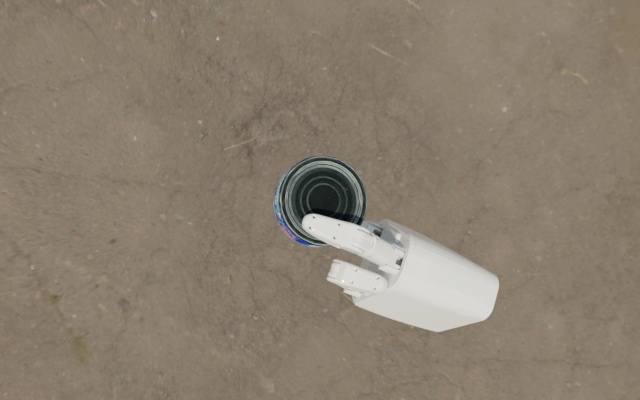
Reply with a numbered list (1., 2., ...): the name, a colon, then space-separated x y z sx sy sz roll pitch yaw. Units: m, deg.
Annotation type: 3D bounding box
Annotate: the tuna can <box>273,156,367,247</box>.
1. tuna can: 0.000 0.001 0.451 0.086 0.086 0.034 0 -5 -14
